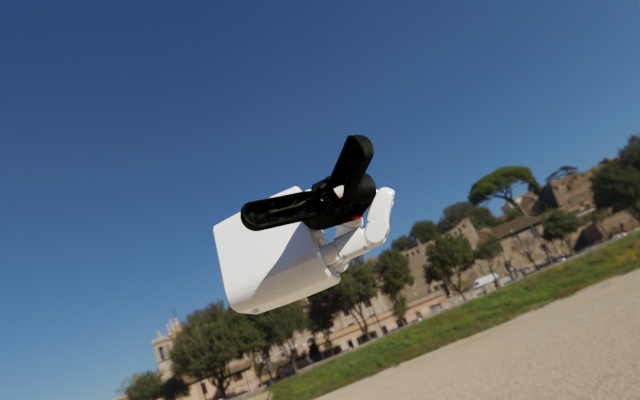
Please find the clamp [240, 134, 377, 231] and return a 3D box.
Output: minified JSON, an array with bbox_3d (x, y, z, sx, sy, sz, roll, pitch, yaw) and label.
[{"bbox_3d":[0.000,0.001,0.438,0.120,0.039,0.171,-24,-18,5],"label":"clamp"}]
